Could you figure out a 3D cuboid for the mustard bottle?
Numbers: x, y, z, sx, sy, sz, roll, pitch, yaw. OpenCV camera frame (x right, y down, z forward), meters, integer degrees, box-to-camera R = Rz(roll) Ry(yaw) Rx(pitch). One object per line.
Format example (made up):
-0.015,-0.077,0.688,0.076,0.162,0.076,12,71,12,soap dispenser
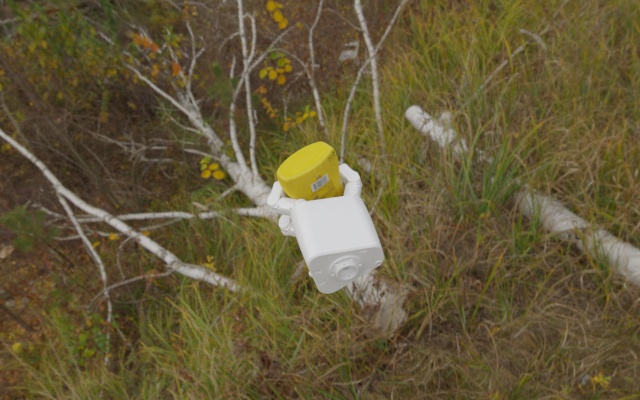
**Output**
0.000,0.002,0.785,0.096,0.192,0.058,-37,46,-17,mustard bottle
